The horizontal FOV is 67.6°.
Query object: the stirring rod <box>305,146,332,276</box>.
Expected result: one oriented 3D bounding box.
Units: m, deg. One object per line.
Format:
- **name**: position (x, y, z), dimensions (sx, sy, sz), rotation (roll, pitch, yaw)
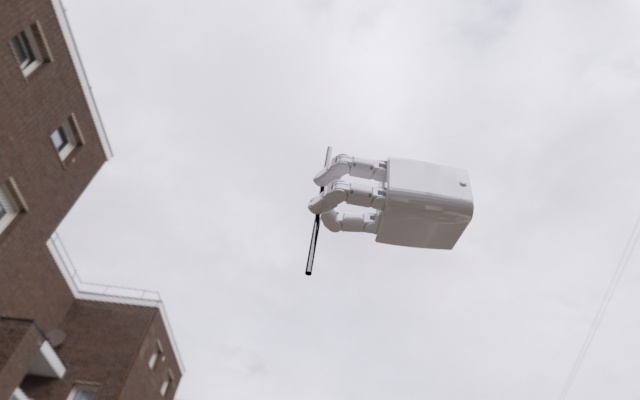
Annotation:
- **stirring rod**: position (0.000, 0.002, 0.623), dimensions (0.011, 0.011, 0.239), rotation (0, 42, 9)
